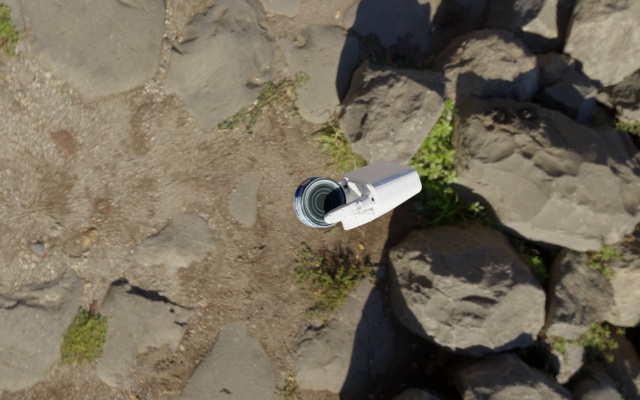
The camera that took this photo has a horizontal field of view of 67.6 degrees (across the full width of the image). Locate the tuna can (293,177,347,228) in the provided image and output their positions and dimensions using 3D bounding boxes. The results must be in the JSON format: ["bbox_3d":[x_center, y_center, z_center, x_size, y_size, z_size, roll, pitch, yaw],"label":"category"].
[{"bbox_3d":[0.000,0.003,0.799,0.086,0.086,0.034,0,1,-26],"label":"tuna can"}]
